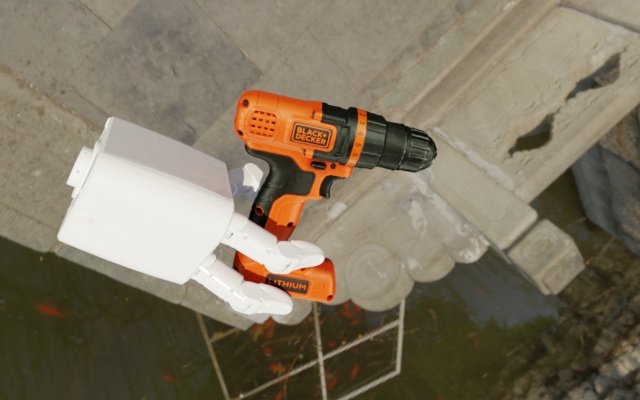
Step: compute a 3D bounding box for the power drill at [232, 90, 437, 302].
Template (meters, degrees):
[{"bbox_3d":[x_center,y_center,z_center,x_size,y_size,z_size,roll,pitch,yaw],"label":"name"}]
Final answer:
[{"bbox_3d":[0.000,0.002,0.451,0.184,0.188,0.057,12,20,-8],"label":"power drill"}]
